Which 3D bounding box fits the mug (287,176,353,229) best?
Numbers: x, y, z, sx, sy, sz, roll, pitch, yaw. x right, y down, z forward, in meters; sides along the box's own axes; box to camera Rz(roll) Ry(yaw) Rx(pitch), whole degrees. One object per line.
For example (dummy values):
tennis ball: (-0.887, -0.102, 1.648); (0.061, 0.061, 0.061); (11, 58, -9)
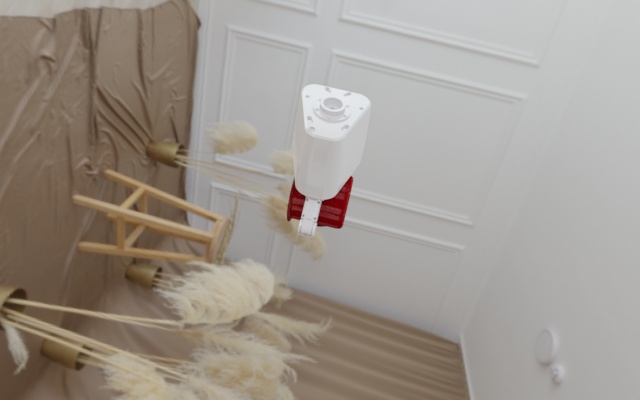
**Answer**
mug: (0.000, 0.003, 0.714); (0.081, 0.093, 0.117); (13, -40, 4)
